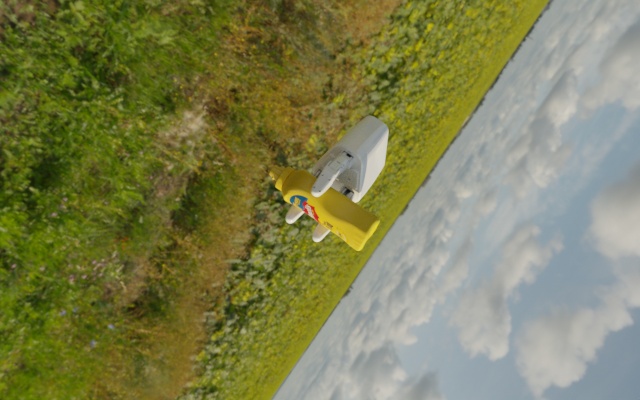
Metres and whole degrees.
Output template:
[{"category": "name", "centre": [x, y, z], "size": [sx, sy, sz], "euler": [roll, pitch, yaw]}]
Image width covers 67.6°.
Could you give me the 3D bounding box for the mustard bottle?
[{"category": "mustard bottle", "centre": [0.000, 0.003, 0.762], "size": [0.191, 0.058, 0.096], "euler": [35, -14, 9]}]
